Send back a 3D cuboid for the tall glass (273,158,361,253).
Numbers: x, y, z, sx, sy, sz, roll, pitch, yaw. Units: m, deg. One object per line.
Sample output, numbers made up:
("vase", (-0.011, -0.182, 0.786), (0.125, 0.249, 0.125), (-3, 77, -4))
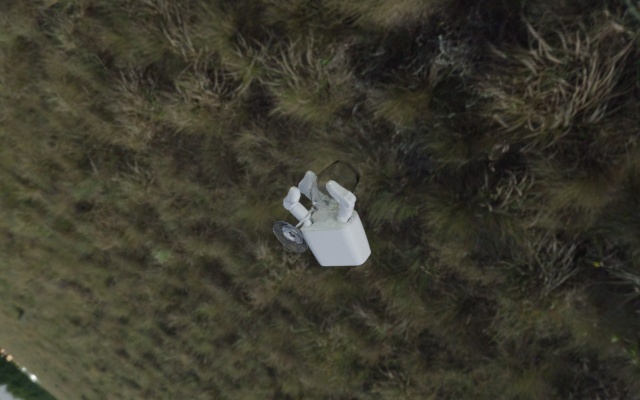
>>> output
("tall glass", (0.000, 0.003, 0.898), (0.079, 0.079, 0.201), (0, 39, 45))
